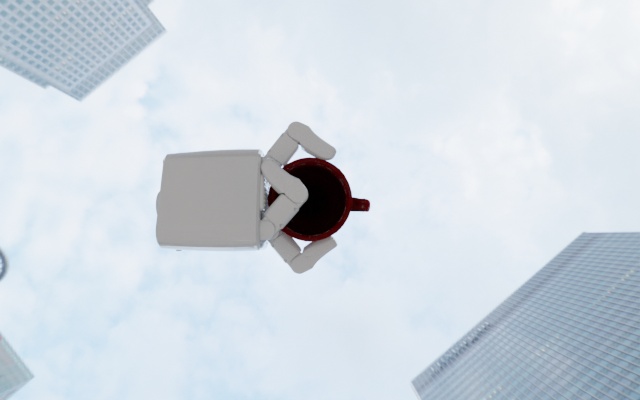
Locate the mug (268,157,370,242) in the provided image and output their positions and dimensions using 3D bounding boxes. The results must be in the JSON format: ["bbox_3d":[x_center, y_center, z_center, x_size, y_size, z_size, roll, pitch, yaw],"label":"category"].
[{"bbox_3d":[0.002,0.002,0.564,0.117,0.093,0.081,2,-4,-1],"label":"mug"}]
